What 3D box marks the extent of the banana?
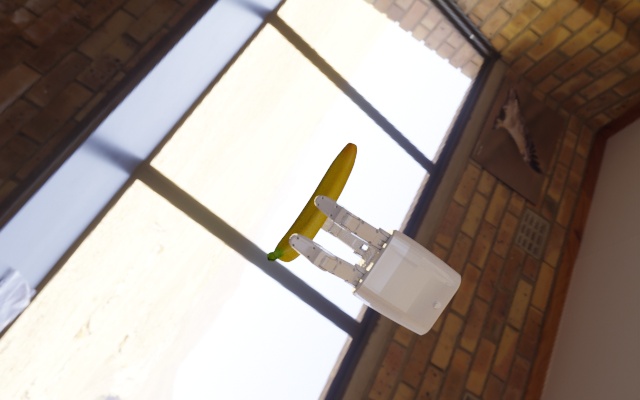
[{"bbox_3d":[-0.004,0.011,0.634,0.037,0.197,0.070,32,-21,3],"label":"banana"}]
